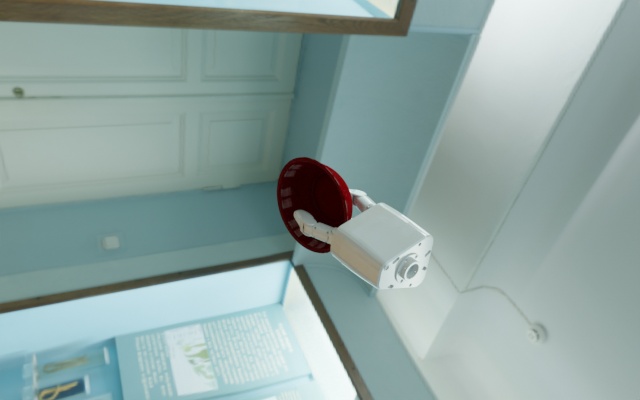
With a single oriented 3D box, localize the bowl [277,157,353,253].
[{"bbox_3d":[0.000,0.002,0.791,0.162,0.162,0.055,0,15,45],"label":"bowl"}]
